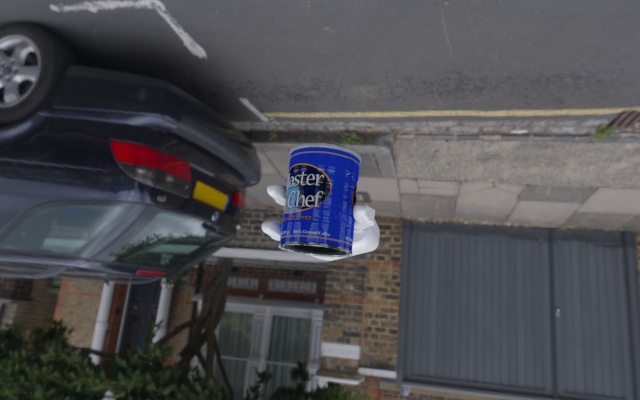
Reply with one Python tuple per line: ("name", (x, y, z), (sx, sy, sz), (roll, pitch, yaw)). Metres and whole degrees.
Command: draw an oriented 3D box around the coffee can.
("coffee can", (0.000, 0.002, 0.669), (0.103, 0.140, 0.103), (6, -14, 1))
